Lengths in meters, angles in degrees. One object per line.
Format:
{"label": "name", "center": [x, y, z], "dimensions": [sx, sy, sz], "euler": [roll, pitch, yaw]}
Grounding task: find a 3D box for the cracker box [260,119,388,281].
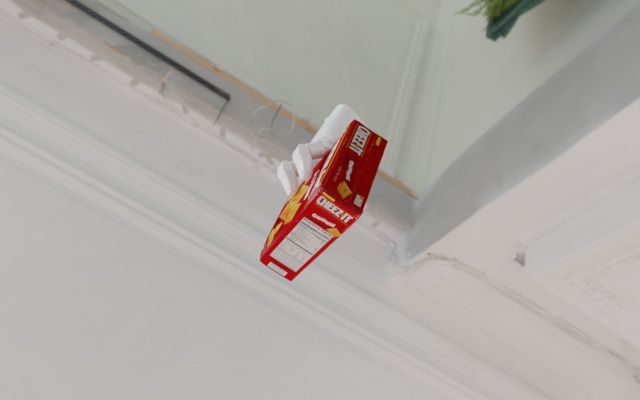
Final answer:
{"label": "cracker box", "center": [0.000, 0.003, 0.724], "dimensions": [0.072, 0.164, 0.214], "euler": [32, -44, -9]}
